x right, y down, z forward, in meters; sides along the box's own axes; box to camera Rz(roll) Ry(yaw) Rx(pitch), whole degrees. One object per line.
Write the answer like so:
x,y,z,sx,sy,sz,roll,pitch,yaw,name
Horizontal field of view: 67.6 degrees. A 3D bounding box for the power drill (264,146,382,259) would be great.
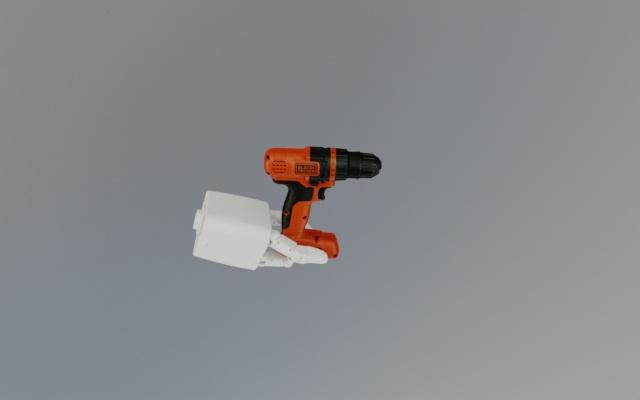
0.000,0.003,0.777,0.184,0.188,0.057,3,25,-1,power drill
